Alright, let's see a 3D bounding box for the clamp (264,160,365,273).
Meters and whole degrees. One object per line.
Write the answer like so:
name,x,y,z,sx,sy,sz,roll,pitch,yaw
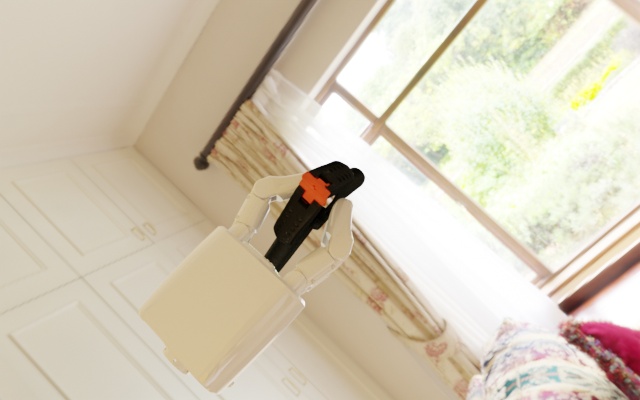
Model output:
clamp,-0.001,0.001,0.482,0.036,0.164,0.210,42,-15,6
